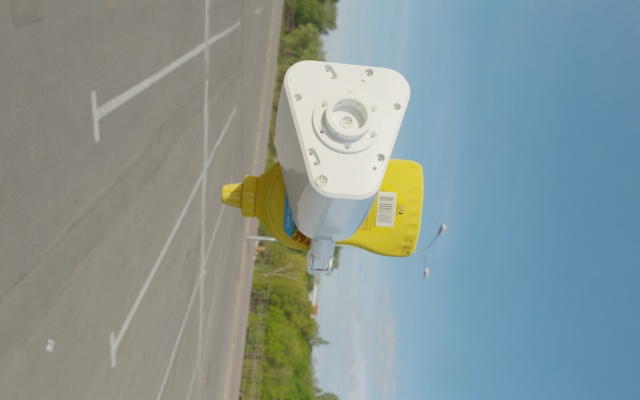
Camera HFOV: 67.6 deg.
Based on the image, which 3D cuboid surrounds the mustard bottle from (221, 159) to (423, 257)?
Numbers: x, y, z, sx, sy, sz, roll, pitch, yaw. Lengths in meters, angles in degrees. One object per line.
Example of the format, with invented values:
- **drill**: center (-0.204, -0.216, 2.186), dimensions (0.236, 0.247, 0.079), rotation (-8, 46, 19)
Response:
- **mustard bottle**: center (0.000, 0.002, 0.470), dimensions (0.191, 0.096, 0.058), rotation (4, 6, -5)
